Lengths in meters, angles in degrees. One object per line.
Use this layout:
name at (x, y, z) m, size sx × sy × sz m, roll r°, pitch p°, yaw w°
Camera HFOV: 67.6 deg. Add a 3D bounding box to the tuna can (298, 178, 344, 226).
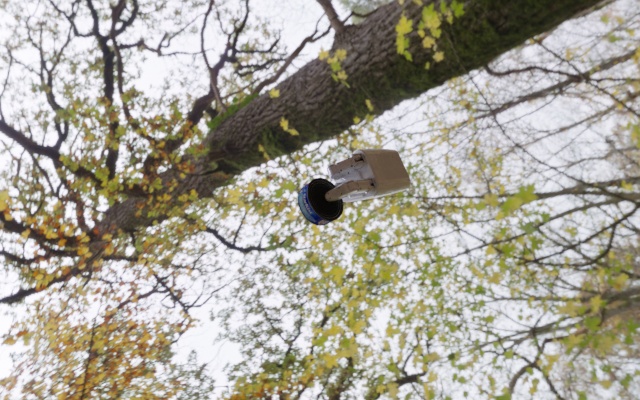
tuna can at (0.000, 0.003, 0.888) m, size 0.086 × 0.086 × 0.034 m, roll 0°, pitch -22°, yaw -42°
